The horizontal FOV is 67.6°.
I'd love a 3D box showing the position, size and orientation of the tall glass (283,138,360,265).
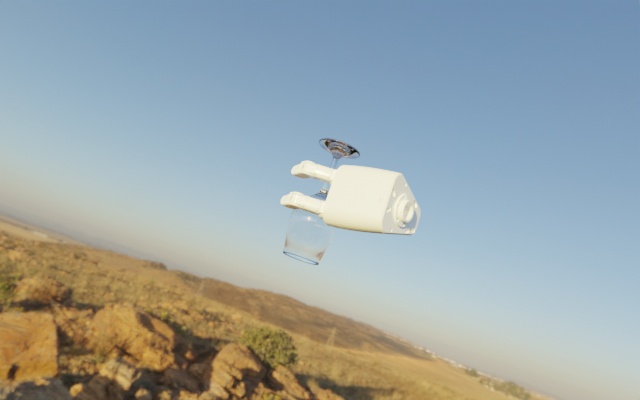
[{"bbox_3d":[0.000,0.002,0.792,0.079,0.201,0.079,19,-12,4],"label":"tall glass"}]
